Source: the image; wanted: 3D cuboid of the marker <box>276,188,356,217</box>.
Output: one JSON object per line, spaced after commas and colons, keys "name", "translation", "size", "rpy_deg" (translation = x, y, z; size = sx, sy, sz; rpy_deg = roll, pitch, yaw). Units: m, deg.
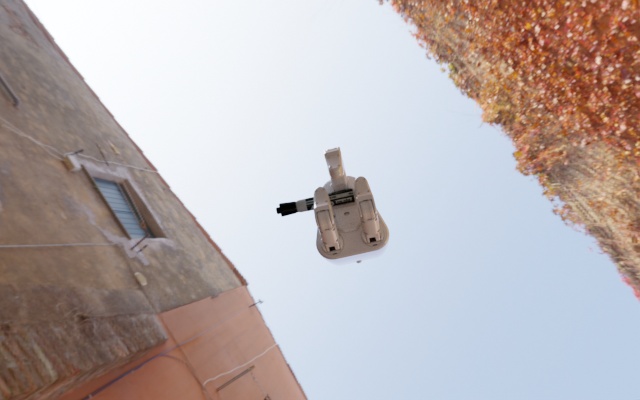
{"name": "marker", "translation": [0.000, 0.002, 0.636], "size": [0.121, 0.020, 0.020], "rpy_deg": [-12, -1, 5]}
